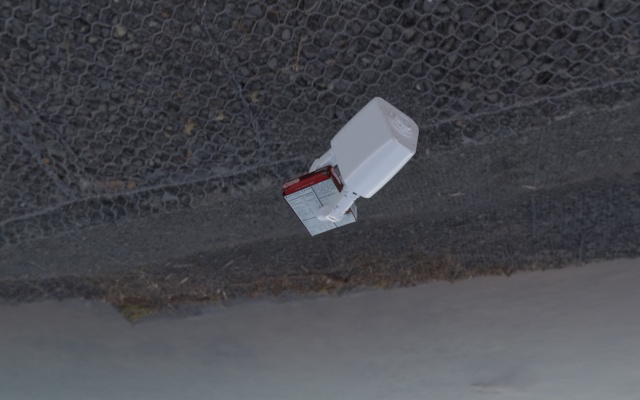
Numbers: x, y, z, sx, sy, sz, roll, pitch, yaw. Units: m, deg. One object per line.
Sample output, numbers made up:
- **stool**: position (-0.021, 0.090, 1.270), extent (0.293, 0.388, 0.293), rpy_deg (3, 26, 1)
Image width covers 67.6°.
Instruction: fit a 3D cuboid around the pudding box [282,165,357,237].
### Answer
- **pudding box**: position (0.000, 0.003, 0.798), extent (0.090, 0.114, 0.039), rpy_deg (-20, 39, 16)
